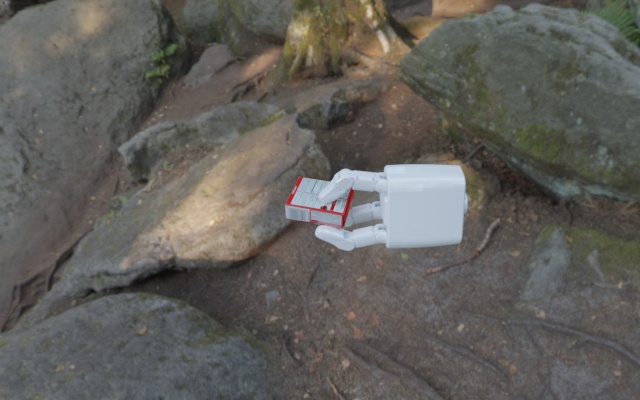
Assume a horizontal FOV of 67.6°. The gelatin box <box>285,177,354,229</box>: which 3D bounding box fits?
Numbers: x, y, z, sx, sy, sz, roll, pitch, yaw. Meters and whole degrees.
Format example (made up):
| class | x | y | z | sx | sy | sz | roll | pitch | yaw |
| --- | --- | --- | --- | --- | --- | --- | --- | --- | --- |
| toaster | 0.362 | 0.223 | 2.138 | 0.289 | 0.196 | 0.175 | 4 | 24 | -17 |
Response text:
| class | x | y | z | sx | sy | sz | roll | pitch | yaw |
| --- | --- | --- | --- | --- | --- | --- | --- | --- | --- |
| gelatin box | 0.000 | 0.002 | 0.702 | 0.089 | 0.030 | 0.073 | 10 | 39 | 10 |
